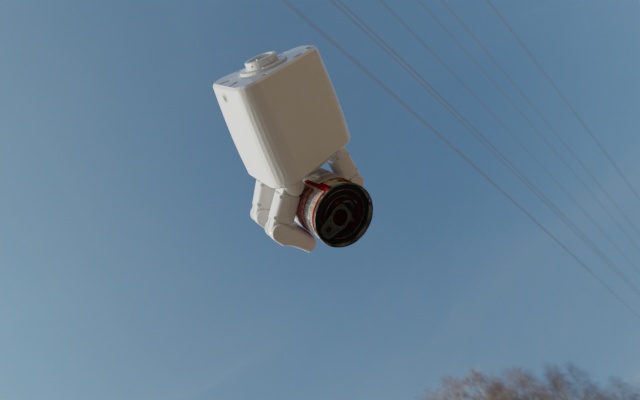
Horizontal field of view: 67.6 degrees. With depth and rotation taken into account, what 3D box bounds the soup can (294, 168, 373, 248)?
[{"bbox_3d":[0.000,0.002,0.516,0.068,0.068,0.102,0,16,-30],"label":"soup can"}]
